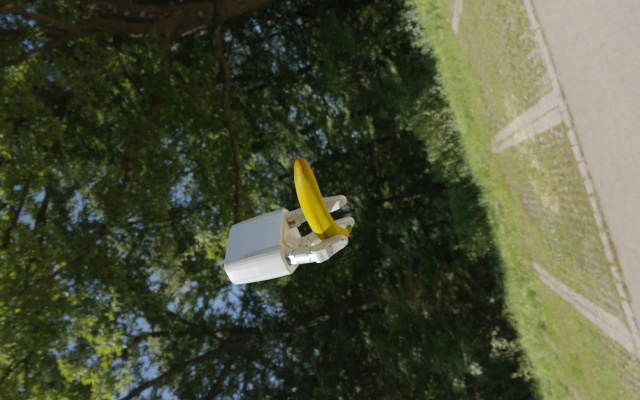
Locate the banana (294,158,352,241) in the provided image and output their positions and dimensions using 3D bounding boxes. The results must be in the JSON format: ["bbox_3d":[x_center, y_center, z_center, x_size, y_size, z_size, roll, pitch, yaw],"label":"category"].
[{"bbox_3d":[0.001,0.019,0.751,0.037,0.069,0.198,-14,-41,19],"label":"banana"}]
